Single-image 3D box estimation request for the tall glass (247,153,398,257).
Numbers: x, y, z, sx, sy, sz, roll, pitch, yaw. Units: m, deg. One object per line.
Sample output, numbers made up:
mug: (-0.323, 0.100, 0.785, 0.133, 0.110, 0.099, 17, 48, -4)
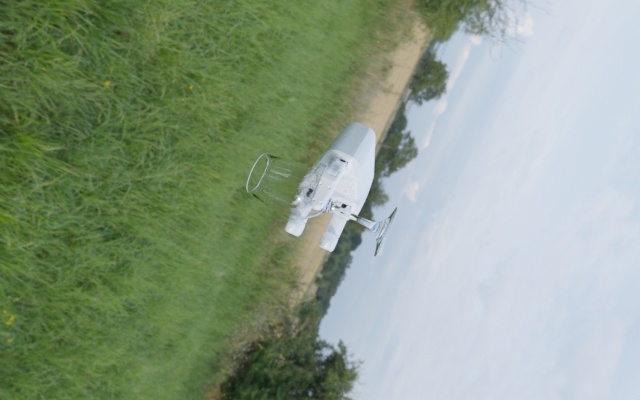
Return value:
tall glass: (0.001, 0.002, 0.663, 0.201, 0.079, 0.079, 24, 3, 6)
